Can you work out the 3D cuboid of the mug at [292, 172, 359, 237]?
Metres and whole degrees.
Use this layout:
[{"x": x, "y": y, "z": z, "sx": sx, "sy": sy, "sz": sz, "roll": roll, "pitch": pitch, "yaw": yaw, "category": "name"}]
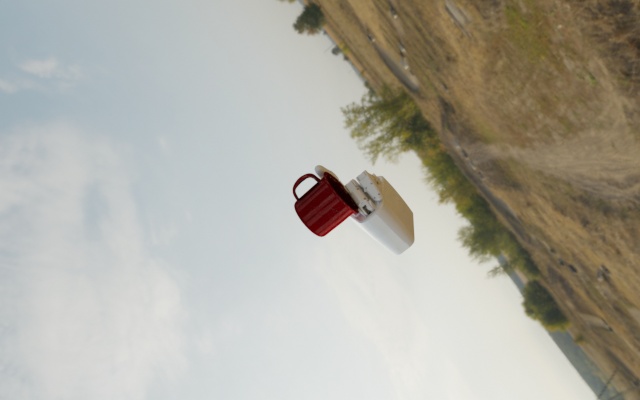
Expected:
[{"x": -0.001, "y": 0.002, "z": 0.835, "sx": 0.117, "sy": 0.081, "sz": 0.093, "roll": 43, "pitch": 15, "yaw": -24, "category": "mug"}]
